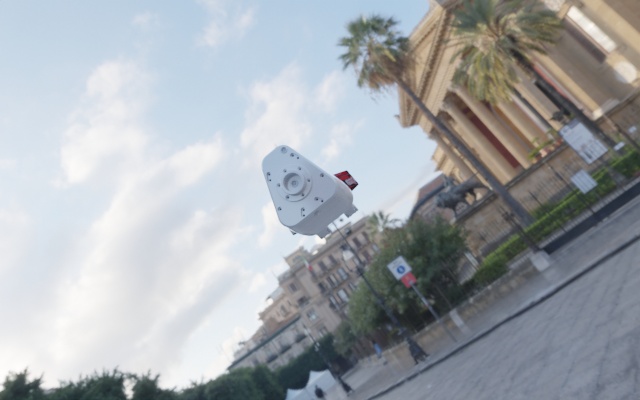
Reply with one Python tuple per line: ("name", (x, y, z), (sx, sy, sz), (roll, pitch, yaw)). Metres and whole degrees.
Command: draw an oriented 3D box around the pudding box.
("pudding box", (0.000, 0.002, 0.799), (0.113, 0.039, 0.090), (-44, -14, 33))
